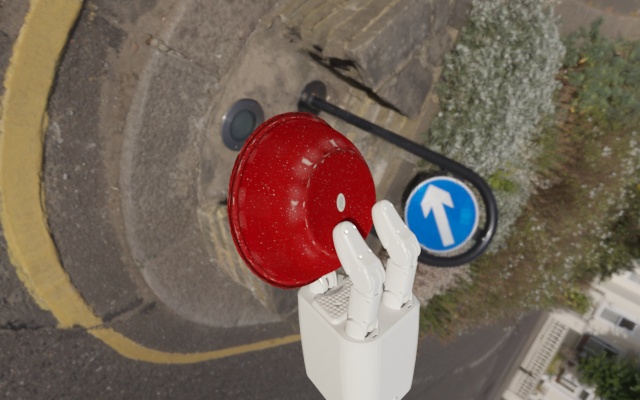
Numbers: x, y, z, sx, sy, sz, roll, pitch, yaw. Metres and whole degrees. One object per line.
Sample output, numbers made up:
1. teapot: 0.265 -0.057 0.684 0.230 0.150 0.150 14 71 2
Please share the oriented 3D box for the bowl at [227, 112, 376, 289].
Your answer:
1. bowl: 0.000 0.000 0.419 0.055 0.162 0.162 4 3 44
